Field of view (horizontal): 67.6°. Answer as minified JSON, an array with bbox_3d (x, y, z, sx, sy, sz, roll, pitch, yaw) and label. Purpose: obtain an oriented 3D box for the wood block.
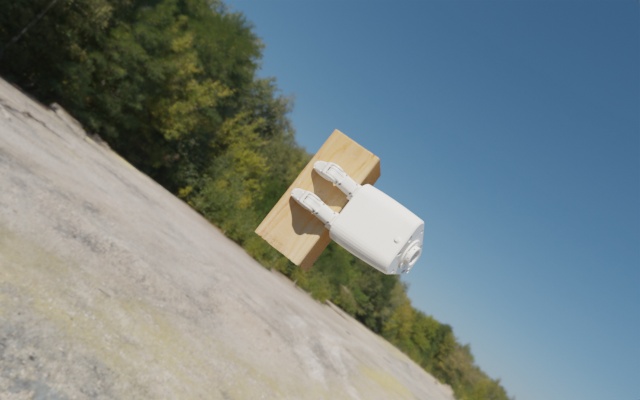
[{"bbox_3d":[0.001,0.003,0.772,0.090,0.206,0.091,36,-7,15],"label":"wood block"}]
